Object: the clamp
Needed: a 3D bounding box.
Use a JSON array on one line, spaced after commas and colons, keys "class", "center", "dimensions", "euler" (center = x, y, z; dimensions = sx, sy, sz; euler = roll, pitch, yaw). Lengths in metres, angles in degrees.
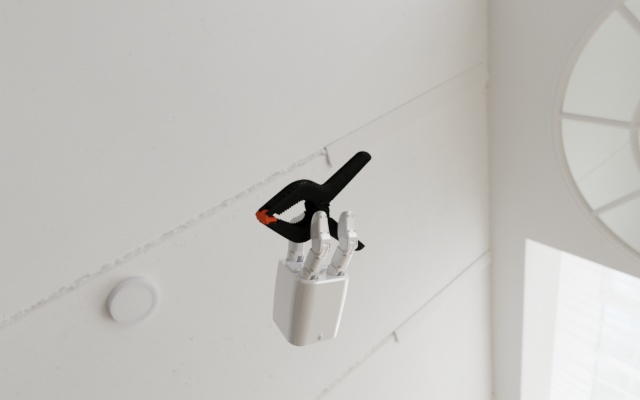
[{"class": "clamp", "center": [-0.001, 0.002, 0.717], "dimensions": [0.210, 0.164, 0.036], "euler": [0, 11, -40]}]
